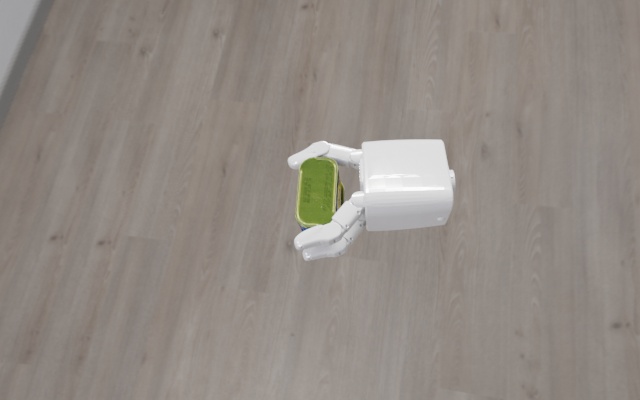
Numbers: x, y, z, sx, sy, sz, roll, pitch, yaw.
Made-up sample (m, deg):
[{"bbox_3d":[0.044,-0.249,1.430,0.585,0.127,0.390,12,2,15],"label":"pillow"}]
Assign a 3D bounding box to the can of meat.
[{"bbox_3d":[0.000,0.002,0.638,0.057,0.102,0.084,1,-20,7],"label":"can of meat"}]
